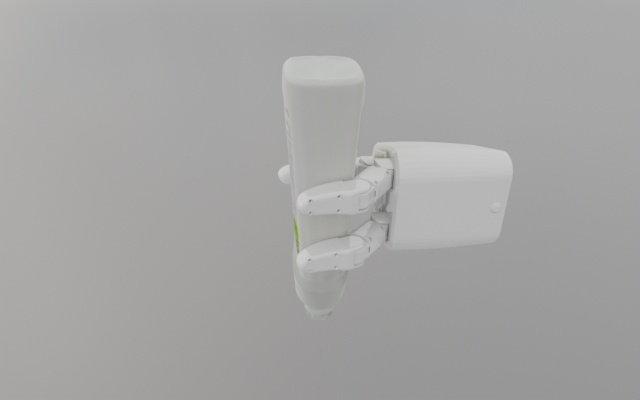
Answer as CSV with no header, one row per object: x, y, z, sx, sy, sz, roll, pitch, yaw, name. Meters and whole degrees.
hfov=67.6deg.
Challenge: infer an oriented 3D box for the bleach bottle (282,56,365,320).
0.000,0.001,0.450,0.068,0.251,0.102,-1,28,-3,bleach bottle
